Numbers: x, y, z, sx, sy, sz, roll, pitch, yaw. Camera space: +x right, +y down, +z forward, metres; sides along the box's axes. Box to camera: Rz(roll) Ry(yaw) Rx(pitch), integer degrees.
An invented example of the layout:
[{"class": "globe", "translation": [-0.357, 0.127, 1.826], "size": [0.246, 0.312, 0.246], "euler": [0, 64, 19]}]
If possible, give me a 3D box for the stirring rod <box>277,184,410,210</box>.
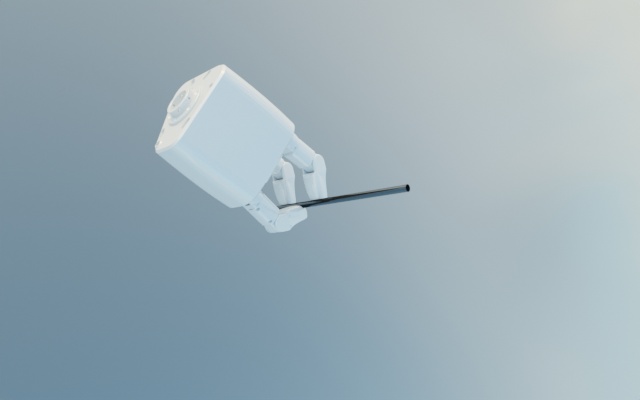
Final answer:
[{"class": "stirring rod", "translation": [0.000, 0.002, 0.563], "size": [0.239, 0.011, 0.011], "euler": [-9, -6, 42]}]
